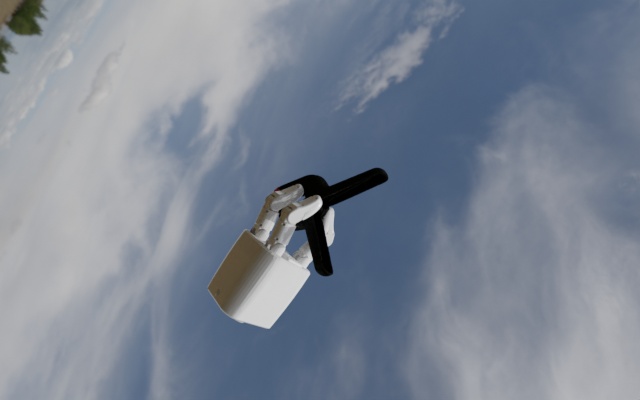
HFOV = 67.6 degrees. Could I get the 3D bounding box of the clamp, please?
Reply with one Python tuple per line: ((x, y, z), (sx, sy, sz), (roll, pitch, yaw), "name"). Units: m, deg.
((0.000, 0.003, 0.707), (0.036, 0.164, 0.210), (39, -4, -36), "clamp")
